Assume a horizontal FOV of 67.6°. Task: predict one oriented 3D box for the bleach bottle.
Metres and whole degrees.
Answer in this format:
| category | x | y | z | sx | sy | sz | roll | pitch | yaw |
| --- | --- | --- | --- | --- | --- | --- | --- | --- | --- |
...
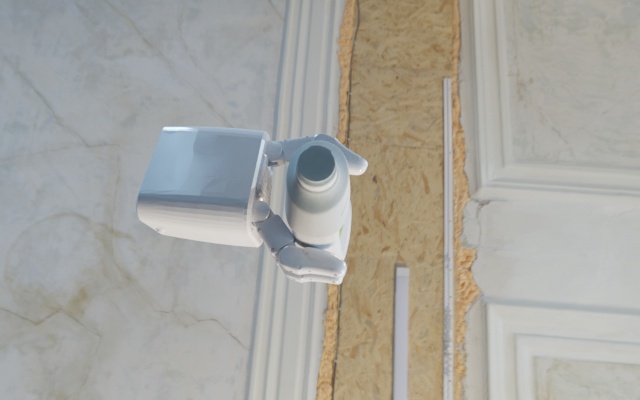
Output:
| category | x | y | z | sx | sy | sz | roll | pitch | yaw |
| --- | --- | --- | --- | --- | --- | --- | --- | --- | --- |
| bleach bottle | 0.000 | 0.002 | 0.466 | 0.068 | 0.102 | 0.251 | 5 | -17 | 2 |
